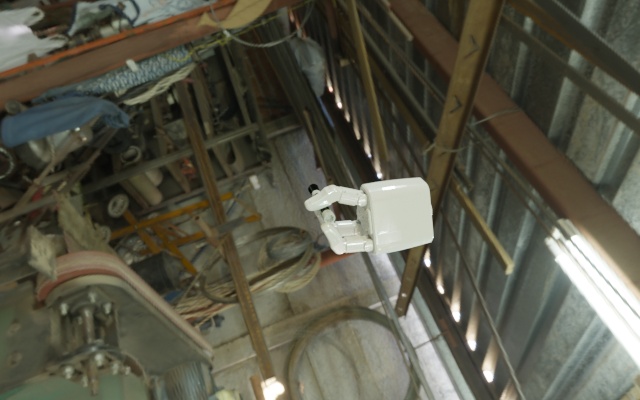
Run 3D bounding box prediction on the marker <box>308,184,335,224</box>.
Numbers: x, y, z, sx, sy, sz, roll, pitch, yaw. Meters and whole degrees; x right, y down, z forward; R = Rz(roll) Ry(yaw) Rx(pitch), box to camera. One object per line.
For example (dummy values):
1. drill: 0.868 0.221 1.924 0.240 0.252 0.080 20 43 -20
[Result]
1. marker: 0.000 0.003 0.803 0.020 0.020 0.121 0 26 -16
